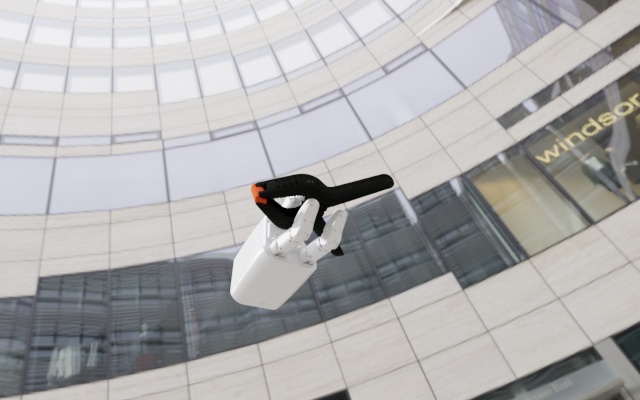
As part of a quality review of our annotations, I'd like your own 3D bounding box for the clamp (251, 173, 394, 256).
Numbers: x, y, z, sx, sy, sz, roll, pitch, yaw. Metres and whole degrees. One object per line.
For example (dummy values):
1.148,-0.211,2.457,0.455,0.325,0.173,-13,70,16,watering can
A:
-0.001,0.002,0.699,0.210,0.164,0.036,20,28,-37,clamp
